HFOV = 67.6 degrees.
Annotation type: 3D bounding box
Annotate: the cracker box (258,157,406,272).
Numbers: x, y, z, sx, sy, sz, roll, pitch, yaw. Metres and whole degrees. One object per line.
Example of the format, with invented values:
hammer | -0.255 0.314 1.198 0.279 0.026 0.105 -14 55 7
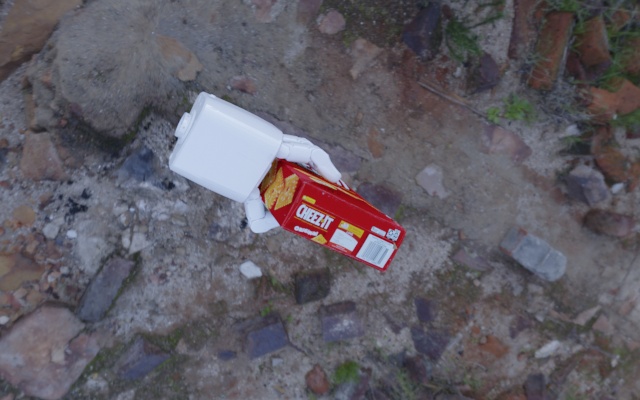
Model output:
cracker box | 0.000 0.002 0.675 0.164 0.072 0.213 25 9 -25
